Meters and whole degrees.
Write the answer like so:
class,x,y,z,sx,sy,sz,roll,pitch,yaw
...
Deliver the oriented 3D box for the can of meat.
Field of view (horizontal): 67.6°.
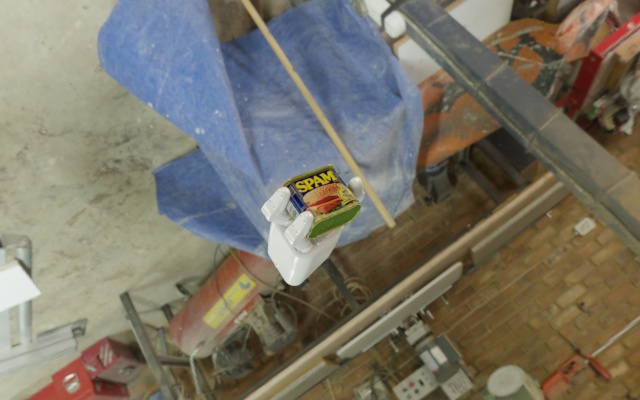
class,x,y,z,sx,sy,sz,roll,pitch,yaw
can of meat,0.000,0.003,0.730,0.102,0.084,0.057,-22,-28,-30
